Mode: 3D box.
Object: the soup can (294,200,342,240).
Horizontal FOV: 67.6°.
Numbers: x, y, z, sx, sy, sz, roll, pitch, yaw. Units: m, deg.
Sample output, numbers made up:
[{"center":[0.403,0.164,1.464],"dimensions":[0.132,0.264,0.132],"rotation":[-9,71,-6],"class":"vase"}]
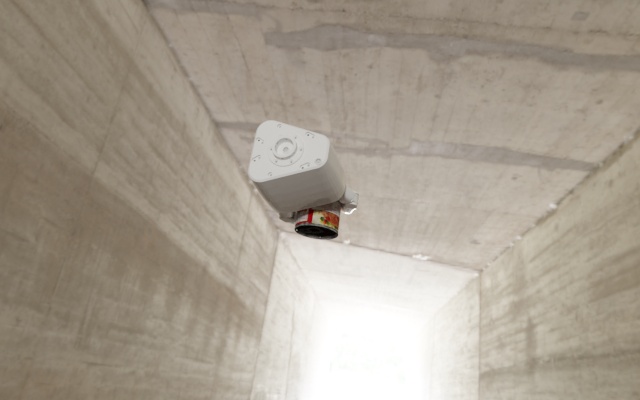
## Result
[{"center":[0.000,0.002,0.745],"dimensions":[0.068,0.102,0.068],"rotation":[7,-21,3],"class":"soup can"}]
